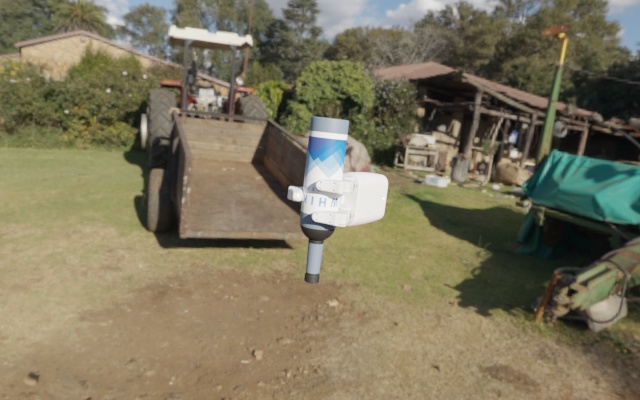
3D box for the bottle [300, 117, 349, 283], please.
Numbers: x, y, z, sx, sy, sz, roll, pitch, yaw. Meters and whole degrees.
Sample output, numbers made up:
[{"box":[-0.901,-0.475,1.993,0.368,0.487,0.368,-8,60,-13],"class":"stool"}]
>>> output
[{"box":[0.000,0.003,0.849,0.069,0.296,0.069,6,9,-1],"class":"bottle"}]
